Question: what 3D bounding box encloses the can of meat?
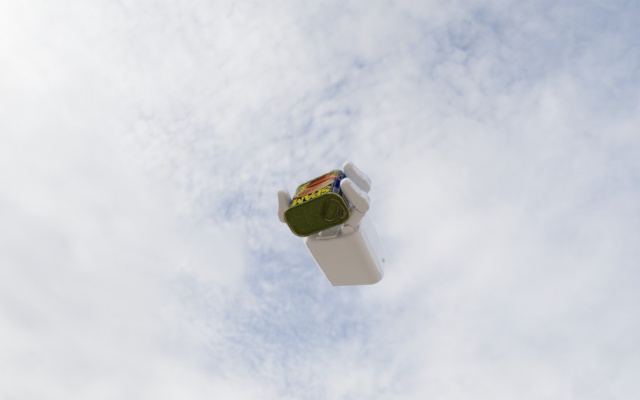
[{"bbox_3d":[0.000,0.002,0.760,0.102,0.057,0.084,-22,25,22],"label":"can of meat"}]
